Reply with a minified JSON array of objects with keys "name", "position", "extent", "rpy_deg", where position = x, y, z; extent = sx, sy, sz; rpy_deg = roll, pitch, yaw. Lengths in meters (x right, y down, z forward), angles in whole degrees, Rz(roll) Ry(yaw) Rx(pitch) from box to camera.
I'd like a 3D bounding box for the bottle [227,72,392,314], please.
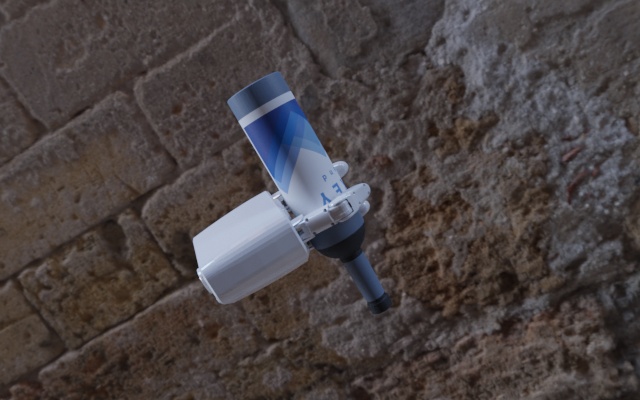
[{"name":"bottle","position":[0.000,0.002,0.543],"extent":[0.069,0.296,0.069],"rpy_deg":[-29,9,5]}]
